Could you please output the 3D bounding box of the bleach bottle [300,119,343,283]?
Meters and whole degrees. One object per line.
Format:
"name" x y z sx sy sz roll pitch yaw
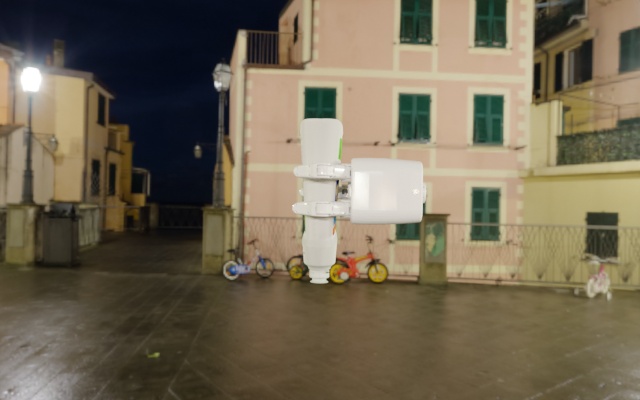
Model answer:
"bleach bottle" 0.000 0.002 0.758 0.068 0.251 0.102 1 0 3
